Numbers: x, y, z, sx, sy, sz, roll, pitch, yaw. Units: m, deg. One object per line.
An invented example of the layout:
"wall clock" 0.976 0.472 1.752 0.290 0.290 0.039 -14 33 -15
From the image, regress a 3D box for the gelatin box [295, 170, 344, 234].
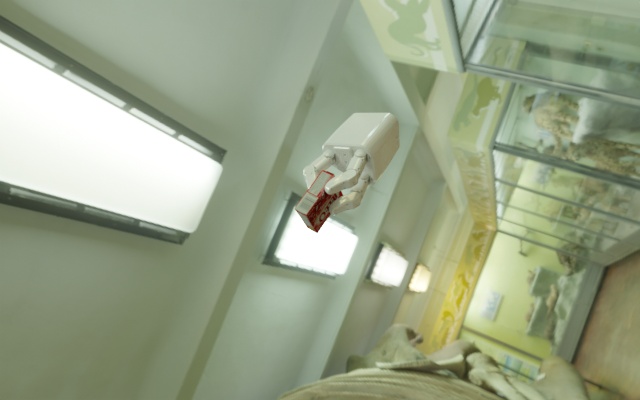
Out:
"gelatin box" 0.000 0.003 0.828 0.030 0.089 0.073 26 -19 27
